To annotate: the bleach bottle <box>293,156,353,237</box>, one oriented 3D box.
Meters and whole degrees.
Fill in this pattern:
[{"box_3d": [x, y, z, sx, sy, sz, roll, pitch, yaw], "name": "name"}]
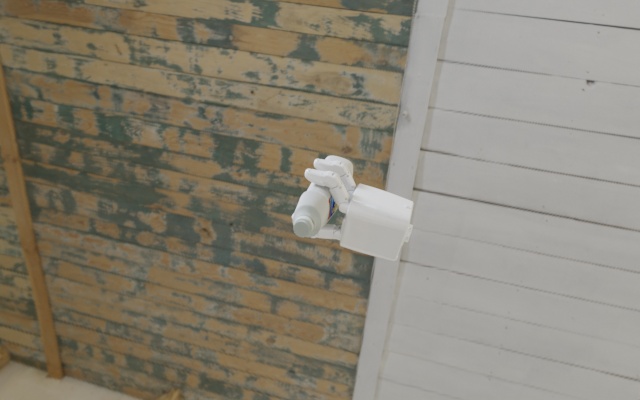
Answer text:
[{"box_3d": [0.000, 0.003, 0.868, 0.068, 0.103, 0.250, 17, 27, 8], "name": "bleach bottle"}]
